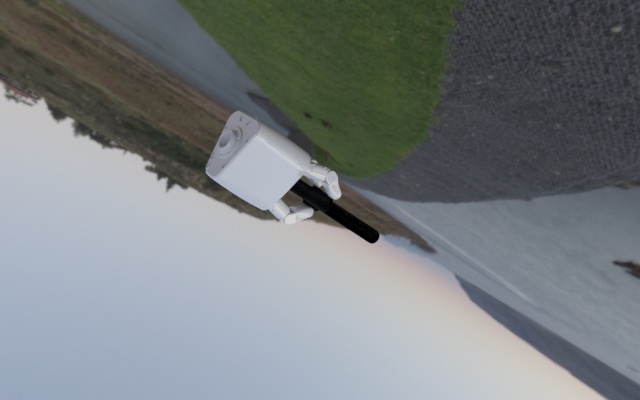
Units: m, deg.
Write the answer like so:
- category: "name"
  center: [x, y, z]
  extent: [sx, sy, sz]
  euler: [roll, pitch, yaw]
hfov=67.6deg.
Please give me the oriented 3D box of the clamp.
- category: "clamp"
  center: [-0.001, 0.003, 0.813]
  extent: [0.165, 0.036, 0.210]
  euler: [36, -2, -42]
